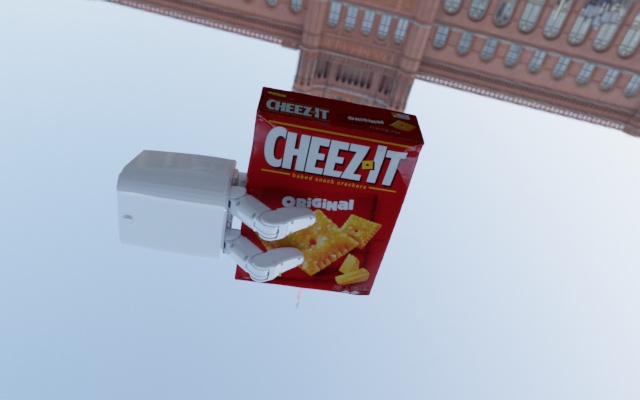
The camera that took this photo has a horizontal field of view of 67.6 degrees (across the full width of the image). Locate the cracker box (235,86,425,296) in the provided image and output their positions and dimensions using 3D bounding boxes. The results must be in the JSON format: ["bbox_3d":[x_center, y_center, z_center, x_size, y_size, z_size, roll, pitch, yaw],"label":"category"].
[{"bbox_3d":[0.000,0.002,0.520,0.164,0.214,0.072,9,35,-7],"label":"cracker box"}]
